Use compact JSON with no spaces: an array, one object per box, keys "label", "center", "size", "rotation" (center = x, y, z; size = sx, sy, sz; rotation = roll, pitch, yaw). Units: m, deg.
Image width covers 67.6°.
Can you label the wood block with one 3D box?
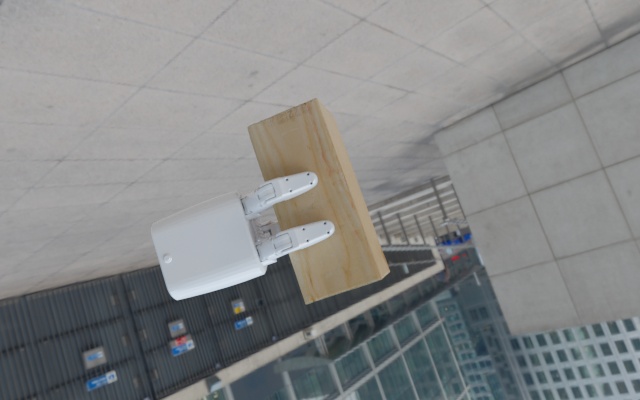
[{"label":"wood block","center":[0.000,0.002,0.553],"size":[0.090,0.206,0.091],"rotation":[-21,-8,11]}]
